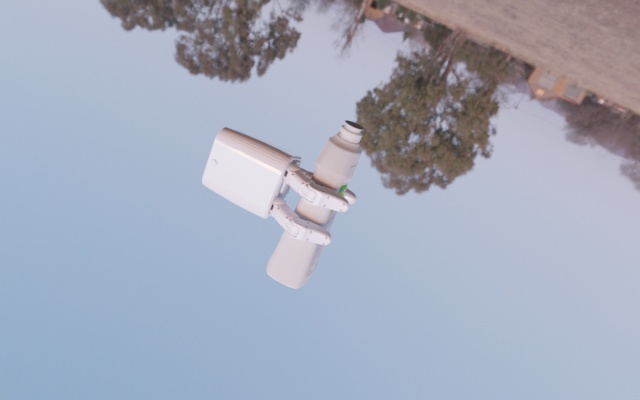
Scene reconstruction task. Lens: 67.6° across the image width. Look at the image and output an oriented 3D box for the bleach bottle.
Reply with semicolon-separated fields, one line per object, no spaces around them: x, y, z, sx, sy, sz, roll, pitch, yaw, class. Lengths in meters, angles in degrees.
0.000;0.002;0.690;0.068;0.251;0.102;27;23;6;bleach bottle
